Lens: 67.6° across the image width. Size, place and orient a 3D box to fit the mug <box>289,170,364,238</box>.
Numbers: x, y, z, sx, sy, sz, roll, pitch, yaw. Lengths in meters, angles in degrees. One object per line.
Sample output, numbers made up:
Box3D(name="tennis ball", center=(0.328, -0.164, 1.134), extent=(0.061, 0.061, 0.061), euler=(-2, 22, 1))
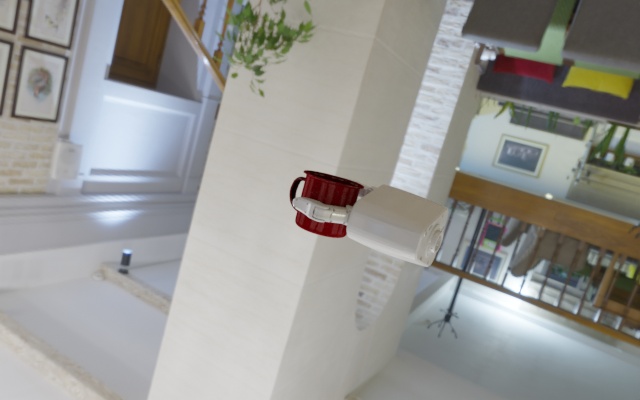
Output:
Box3D(name="mug", center=(-0.001, 0.002, 0.718), extent=(0.117, 0.081, 0.093), euler=(20, 10, 30))
